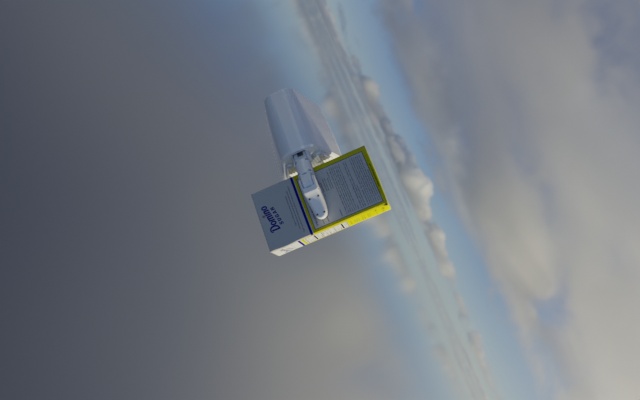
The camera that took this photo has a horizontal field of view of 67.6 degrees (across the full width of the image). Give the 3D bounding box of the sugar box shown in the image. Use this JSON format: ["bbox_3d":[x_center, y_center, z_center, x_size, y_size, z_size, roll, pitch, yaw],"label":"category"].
[{"bbox_3d":[0.000,0.002,0.673,0.176,0.093,0.048,-23,-18,8],"label":"sugar box"}]
